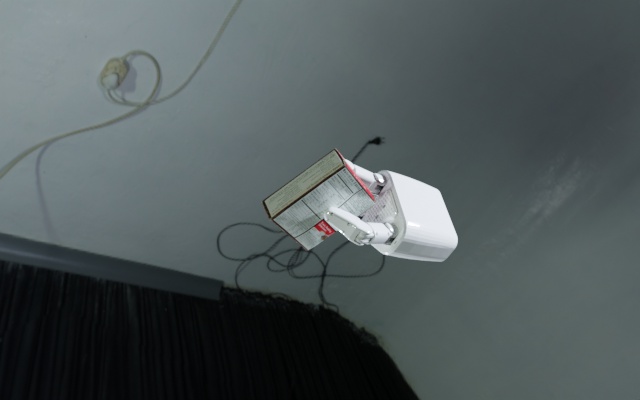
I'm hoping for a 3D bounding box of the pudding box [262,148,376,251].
[{"bbox_3d":[0.000,0.002,0.586,0.113,0.039,0.090,-37,-45,7],"label":"pudding box"}]
